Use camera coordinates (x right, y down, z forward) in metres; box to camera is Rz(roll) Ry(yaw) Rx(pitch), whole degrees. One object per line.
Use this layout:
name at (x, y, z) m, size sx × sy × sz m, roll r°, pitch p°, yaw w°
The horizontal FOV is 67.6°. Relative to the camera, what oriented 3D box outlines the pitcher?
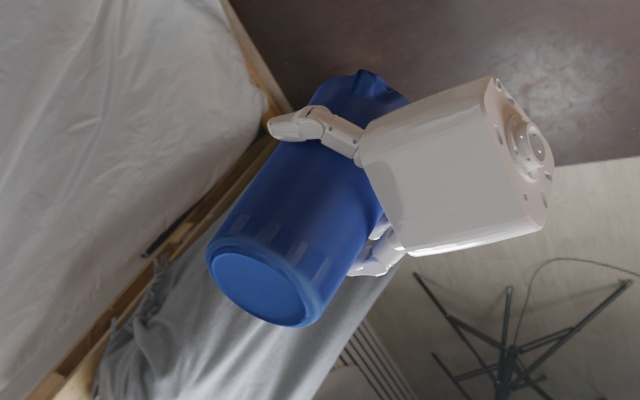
pitcher at (0.000, 0.001, 0.463) m, size 0.145 × 0.149 × 0.242 m, roll -17°, pitch 30°, yaw 43°
